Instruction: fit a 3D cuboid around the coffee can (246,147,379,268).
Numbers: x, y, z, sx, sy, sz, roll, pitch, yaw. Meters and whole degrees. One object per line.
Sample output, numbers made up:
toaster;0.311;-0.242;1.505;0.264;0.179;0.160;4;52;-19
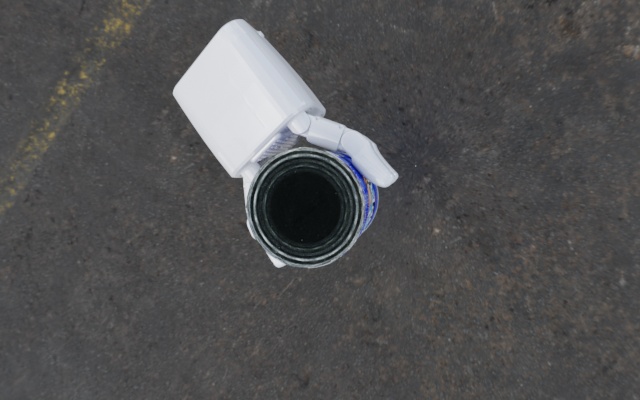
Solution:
coffee can;0.000;0.002;0.466;0.103;0.103;0.140;0;4;11
